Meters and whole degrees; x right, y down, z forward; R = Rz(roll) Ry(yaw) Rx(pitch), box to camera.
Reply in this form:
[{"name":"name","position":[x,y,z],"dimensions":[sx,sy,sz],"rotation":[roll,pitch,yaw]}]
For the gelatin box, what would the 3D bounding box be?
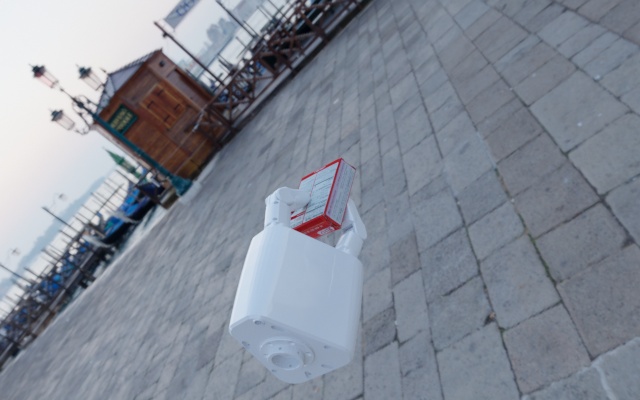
[{"name":"gelatin box","position":[0.000,0.001,0.559],"dimensions":[0.030,0.089,0.073],"rotation":[36,-39,-26]}]
